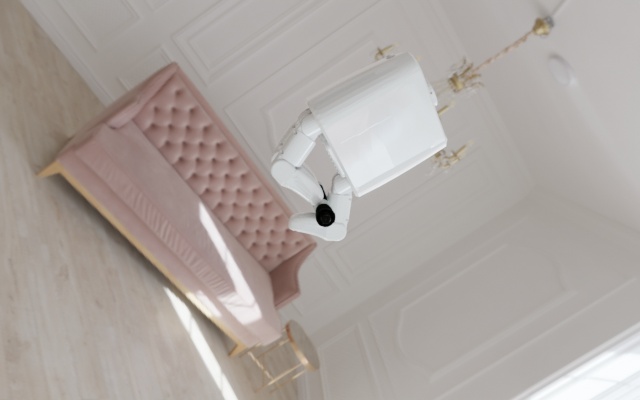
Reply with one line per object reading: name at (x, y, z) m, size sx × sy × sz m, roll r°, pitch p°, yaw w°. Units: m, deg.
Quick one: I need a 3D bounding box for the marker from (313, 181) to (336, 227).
marker at (0.000, 0.002, 0.496) m, size 0.020 × 0.020 × 0.121 m, roll 0°, pitch 15°, yaw -5°
